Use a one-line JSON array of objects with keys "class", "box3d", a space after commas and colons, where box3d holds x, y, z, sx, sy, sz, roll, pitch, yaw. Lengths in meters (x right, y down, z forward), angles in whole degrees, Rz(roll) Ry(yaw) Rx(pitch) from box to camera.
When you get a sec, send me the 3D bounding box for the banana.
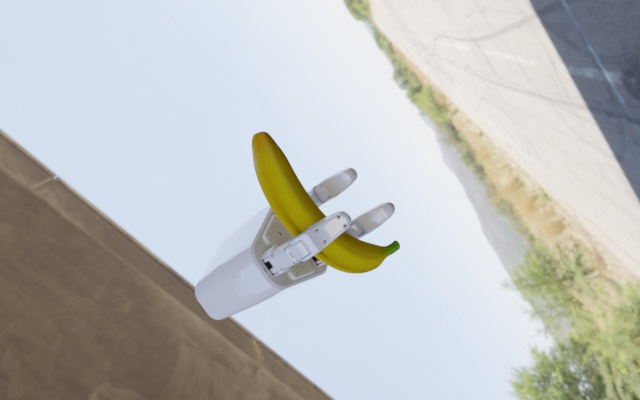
[{"class": "banana", "box3d": [-0.003, 0.017, 0.475, 0.198, 0.069, 0.037, 41, -42, -19]}]
